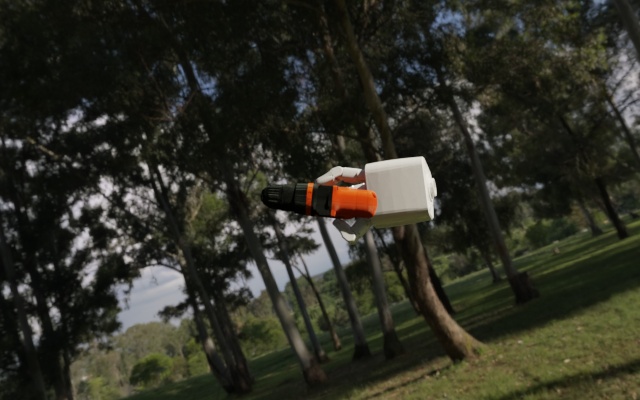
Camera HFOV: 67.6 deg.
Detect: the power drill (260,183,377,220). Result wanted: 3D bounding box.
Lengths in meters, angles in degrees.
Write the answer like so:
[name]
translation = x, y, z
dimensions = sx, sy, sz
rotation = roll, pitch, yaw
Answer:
[power drill]
translation = 0.000, 0.003, 0.823
dimensions = 0.184, 0.057, 0.187
rotation = 6, 0, 3
